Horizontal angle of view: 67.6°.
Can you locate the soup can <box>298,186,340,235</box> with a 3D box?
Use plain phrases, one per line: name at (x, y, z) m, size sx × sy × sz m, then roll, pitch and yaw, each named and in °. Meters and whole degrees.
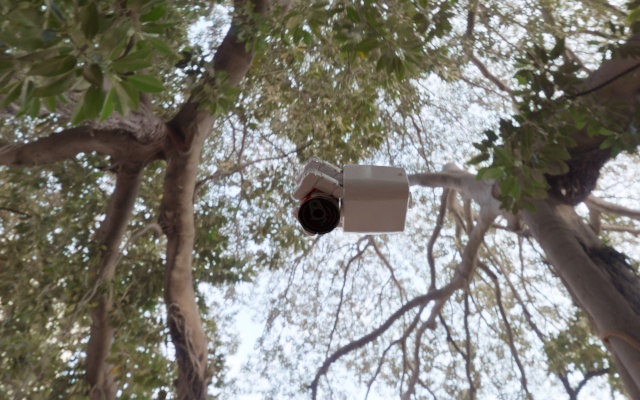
soup can at (0.000, 0.003, 0.804) m, size 0.068 × 0.068 × 0.102 m, roll 0°, pitch 27°, yaw 3°
